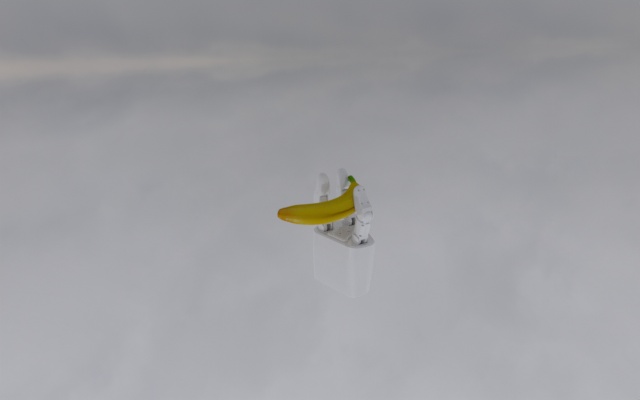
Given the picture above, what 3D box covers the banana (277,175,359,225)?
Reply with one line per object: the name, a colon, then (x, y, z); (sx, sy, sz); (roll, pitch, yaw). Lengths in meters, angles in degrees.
banana: (0.016, 0.009, 0.811); (0.069, 0.037, 0.197); (26, 34, 33)
